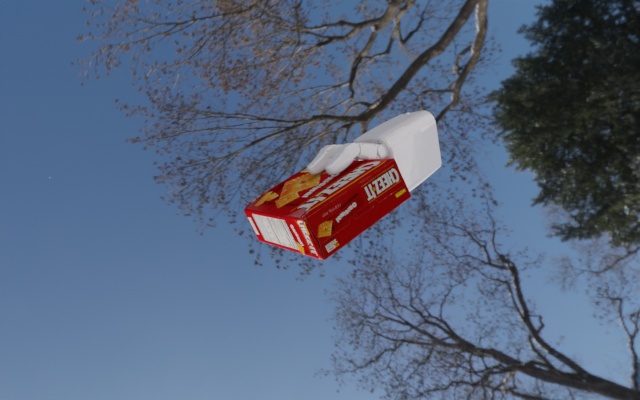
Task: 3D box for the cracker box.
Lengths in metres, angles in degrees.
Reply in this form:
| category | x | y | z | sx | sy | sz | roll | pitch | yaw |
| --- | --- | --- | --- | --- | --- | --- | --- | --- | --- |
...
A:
| category | x | y | z | sx | sy | sz | roll | pitch | yaw |
| --- | --- | --- | --- | --- | --- | --- | --- | --- | --- |
| cracker box | 0.000 | 0.002 | 0.712 | 0.164 | 0.072 | 0.213 | -34 | 18 | -24 |
